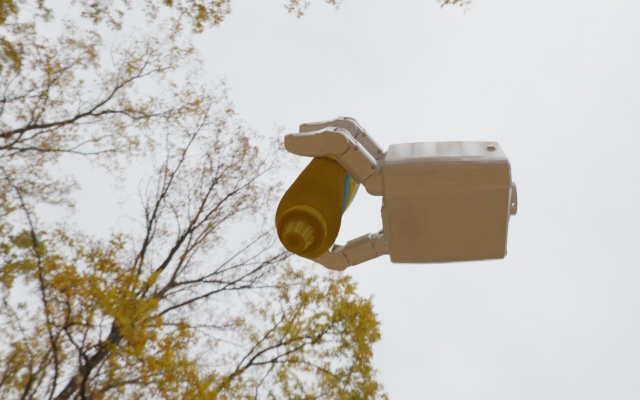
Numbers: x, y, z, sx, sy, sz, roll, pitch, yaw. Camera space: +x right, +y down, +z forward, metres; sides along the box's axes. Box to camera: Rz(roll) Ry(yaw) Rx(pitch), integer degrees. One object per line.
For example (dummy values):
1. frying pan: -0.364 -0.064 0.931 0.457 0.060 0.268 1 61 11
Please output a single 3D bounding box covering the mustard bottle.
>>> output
1. mustard bottle: 0.000 0.001 0.456 0.058 0.096 0.191 20 23 5
